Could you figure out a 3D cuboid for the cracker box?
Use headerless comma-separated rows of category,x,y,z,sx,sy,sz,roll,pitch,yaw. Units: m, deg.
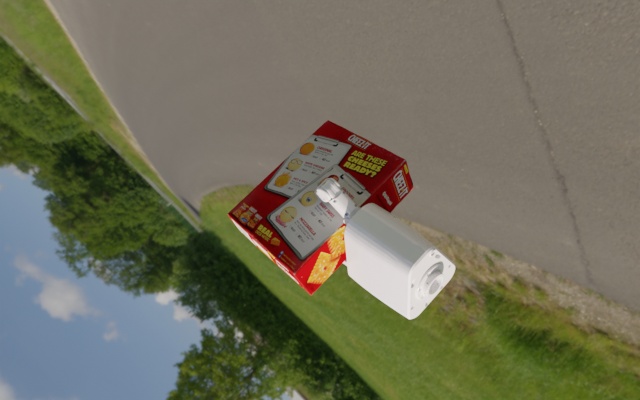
cracker box,0.000,0.002,0.682,0.164,0.213,0.072,35,-17,39
